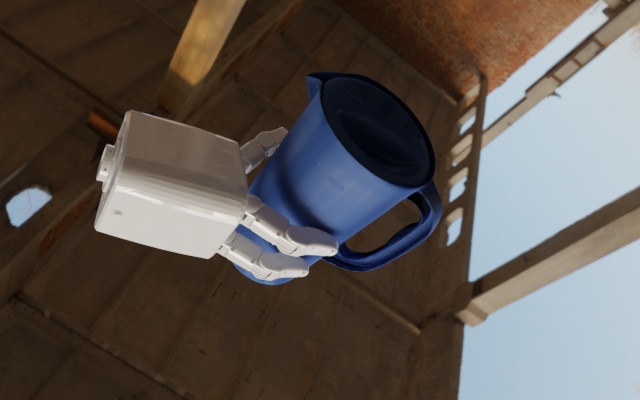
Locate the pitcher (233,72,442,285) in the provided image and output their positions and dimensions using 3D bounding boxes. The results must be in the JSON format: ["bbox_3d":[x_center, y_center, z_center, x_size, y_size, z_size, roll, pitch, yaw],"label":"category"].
[{"bbox_3d":[0.000,0.002,0.505,0.145,0.149,0.243,15,-41,-30],"label":"pitcher"}]
